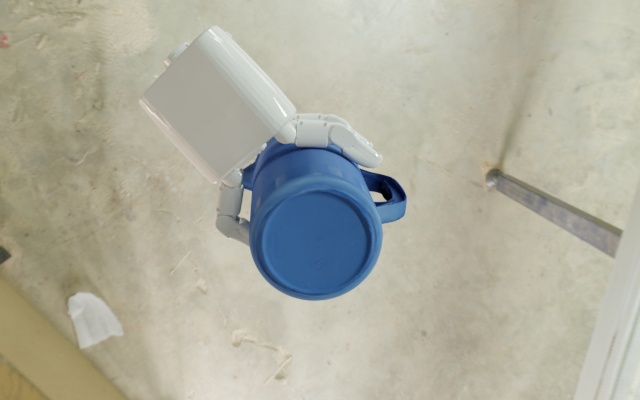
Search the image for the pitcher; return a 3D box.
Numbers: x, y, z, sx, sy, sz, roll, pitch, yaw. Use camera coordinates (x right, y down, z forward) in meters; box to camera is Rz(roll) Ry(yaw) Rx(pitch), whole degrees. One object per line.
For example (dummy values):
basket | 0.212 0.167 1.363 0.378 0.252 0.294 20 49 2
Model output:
pitcher | 0.000 0.001 0.488 0.149 0.145 0.242 -40 14 7
